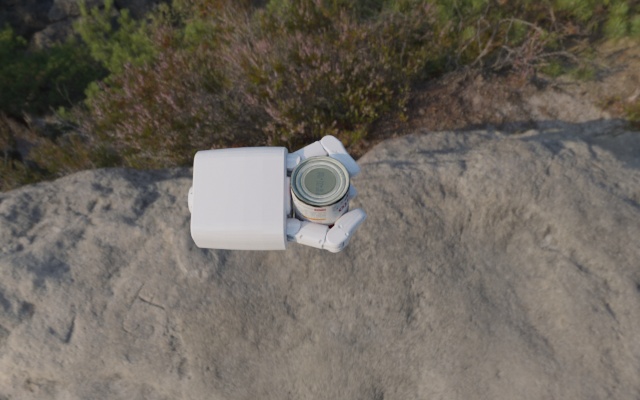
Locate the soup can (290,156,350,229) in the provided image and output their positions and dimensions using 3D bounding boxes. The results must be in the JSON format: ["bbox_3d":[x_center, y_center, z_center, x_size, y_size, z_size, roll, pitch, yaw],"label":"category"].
[{"bbox_3d":[0.001,0.002,0.563,0.068,0.068,0.102,0,-30,1],"label":"soup can"}]
